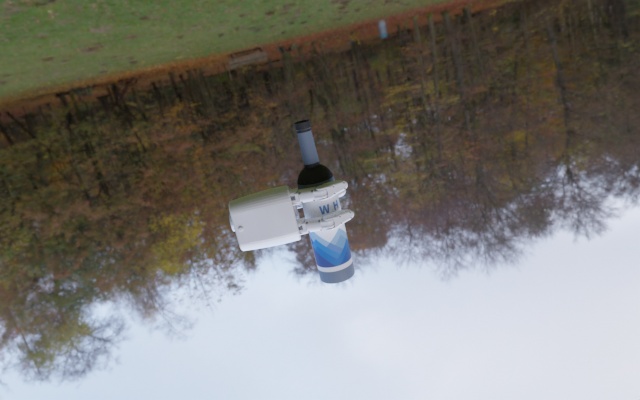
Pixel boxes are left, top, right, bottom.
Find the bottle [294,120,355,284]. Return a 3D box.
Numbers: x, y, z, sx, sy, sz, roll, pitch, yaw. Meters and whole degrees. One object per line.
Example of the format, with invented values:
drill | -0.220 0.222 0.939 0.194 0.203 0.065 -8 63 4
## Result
bottle | 0.000 0.003 0.855 0.069 0.296 0.069 -12 16 4
